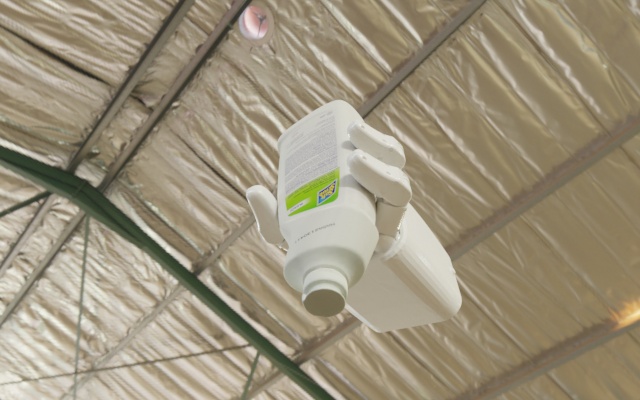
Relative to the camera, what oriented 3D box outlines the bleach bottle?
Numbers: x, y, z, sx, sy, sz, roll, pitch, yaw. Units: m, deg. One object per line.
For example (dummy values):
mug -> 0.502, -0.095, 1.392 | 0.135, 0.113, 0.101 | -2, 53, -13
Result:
bleach bottle -> 0.000, 0.001, 0.426 | 0.102, 0.068, 0.250 | -32, 28, 22
